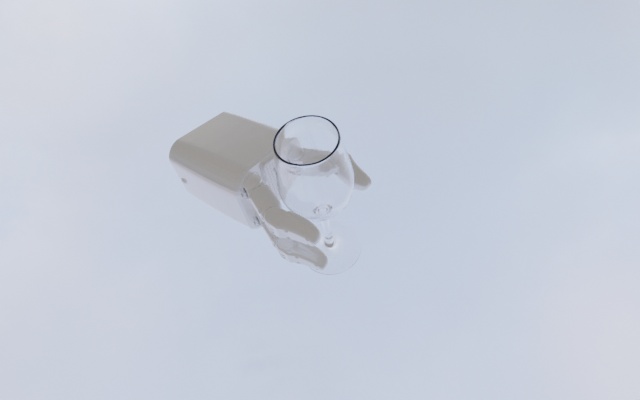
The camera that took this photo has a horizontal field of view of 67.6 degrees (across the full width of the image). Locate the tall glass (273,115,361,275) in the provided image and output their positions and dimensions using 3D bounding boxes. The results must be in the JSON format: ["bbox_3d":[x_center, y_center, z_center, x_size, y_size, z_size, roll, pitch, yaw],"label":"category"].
[{"bbox_3d":[0.000,0.002,0.510,0.079,0.079,0.201,0,-35,9],"label":"tall glass"}]
